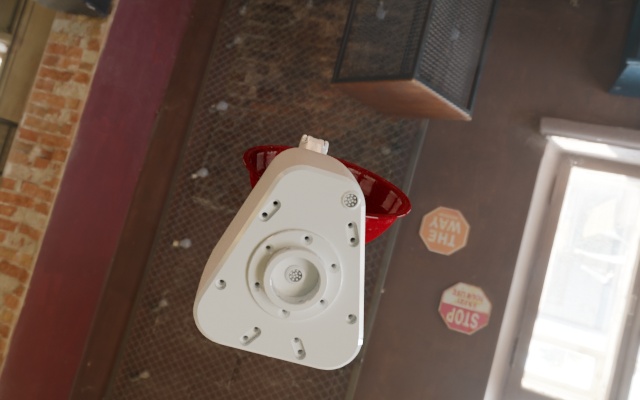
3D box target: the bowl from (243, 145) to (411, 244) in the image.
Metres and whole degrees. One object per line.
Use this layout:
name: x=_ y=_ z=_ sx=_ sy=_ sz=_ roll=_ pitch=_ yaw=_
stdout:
bowl: x=0.000 y=0.002 z=0.453 sx=0.162 sy=0.055 sz=0.162 roll=16 pitch=20 yaw=-6
